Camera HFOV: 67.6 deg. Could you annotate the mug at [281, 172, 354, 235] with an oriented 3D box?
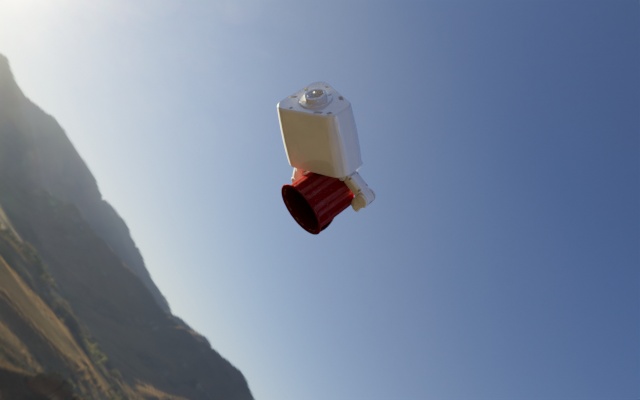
[{"bbox_3d":[0.001,0.003,0.763,0.081,0.117,0.093,-36,47,-25],"label":"mug"}]
